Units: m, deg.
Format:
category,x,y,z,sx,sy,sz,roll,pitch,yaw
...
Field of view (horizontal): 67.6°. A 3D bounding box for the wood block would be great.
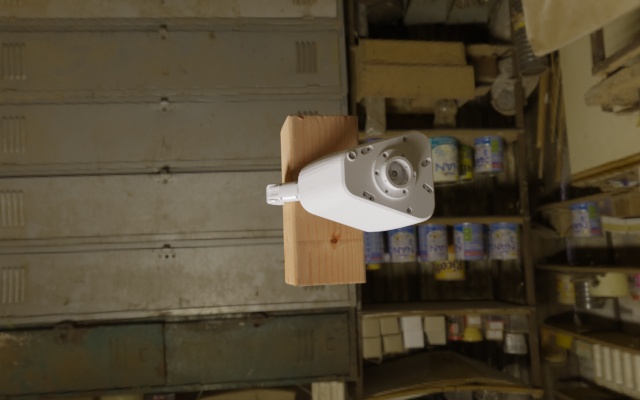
category,x,y,z,sx,sy,sz,roll,pitch,yaw
wood block,0.000,0.002,0.617,0.091,0.206,0.090,-1,-7,-11
